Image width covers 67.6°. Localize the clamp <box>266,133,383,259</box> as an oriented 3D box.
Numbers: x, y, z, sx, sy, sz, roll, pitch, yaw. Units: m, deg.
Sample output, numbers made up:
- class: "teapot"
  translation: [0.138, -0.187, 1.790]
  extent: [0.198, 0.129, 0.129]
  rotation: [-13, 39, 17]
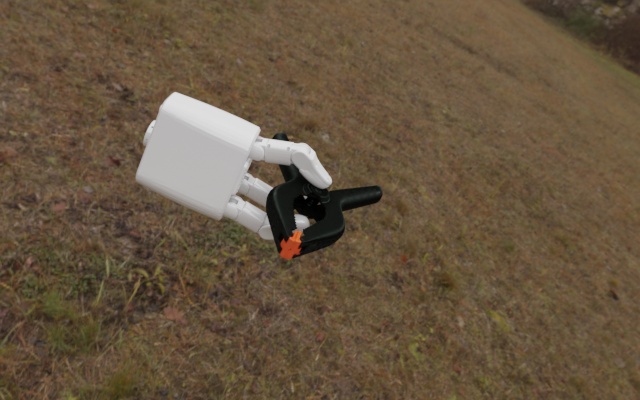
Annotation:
- class: "clamp"
  translation: [0.000, 0.001, 0.566]
  extent: [0.164, 0.036, 0.209]
  rotation: [24, 33, -9]
